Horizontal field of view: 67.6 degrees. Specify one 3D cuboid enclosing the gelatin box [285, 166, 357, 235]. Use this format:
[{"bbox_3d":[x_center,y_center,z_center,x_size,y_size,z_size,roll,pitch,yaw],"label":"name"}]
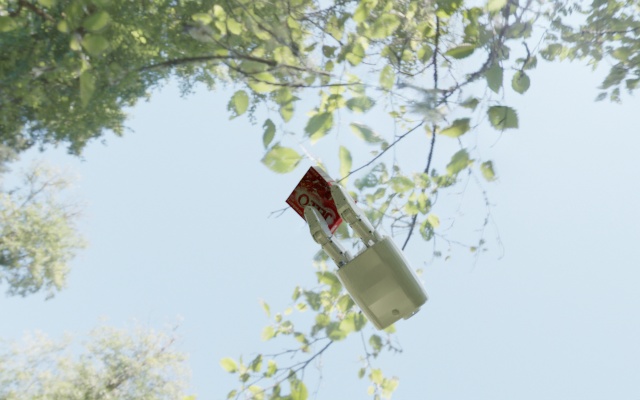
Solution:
[{"bbox_3d":[0.000,0.002,0.723,0.089,0.073,0.030,44,22,18],"label":"gelatin box"}]
